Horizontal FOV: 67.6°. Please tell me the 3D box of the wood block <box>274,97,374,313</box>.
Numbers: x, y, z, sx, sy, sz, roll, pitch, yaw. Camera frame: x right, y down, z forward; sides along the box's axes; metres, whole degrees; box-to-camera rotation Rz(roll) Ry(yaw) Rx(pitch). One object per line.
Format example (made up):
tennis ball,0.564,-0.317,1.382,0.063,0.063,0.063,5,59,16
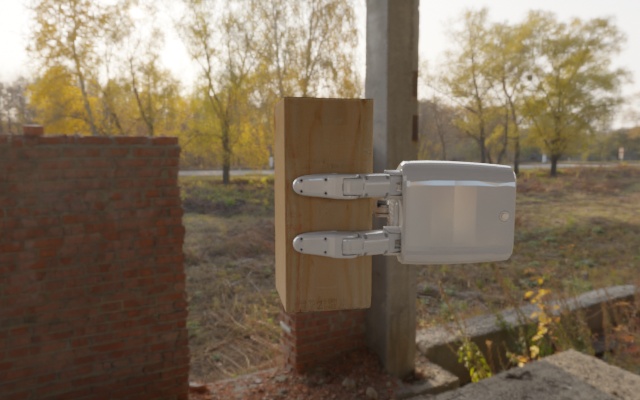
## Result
wood block,0.000,0.001,0.500,0.090,0.206,0.091,-1,6,-11
